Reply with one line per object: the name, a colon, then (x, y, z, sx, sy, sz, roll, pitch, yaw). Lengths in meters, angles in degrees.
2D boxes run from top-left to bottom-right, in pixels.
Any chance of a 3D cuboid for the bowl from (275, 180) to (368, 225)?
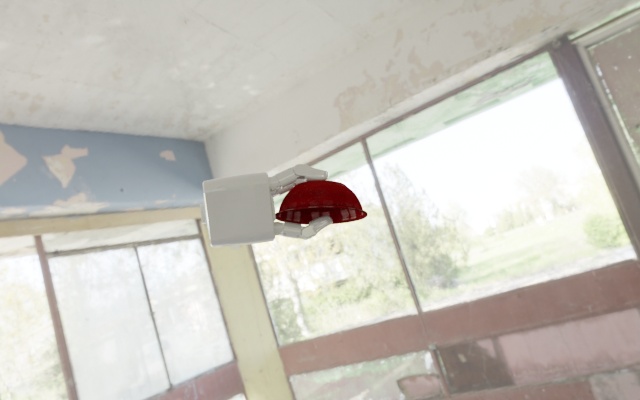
bowl: (0.001, 0.002, 0.825, 0.162, 0.055, 0.162, -1, -13, 0)
